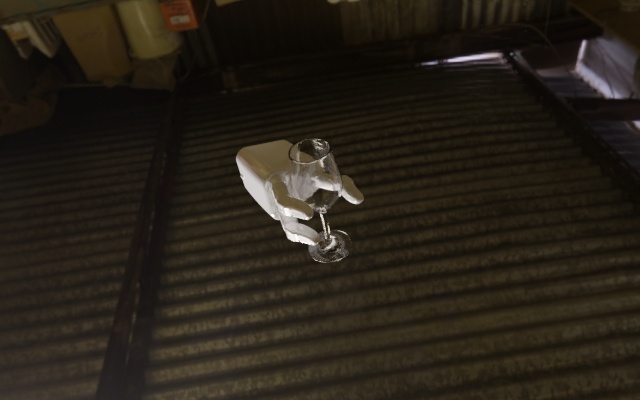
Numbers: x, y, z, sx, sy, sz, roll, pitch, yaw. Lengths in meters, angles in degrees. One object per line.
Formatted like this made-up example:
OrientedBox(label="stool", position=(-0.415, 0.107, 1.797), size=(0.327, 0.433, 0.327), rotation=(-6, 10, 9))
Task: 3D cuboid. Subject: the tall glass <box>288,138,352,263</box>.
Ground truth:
OrientedBox(label="tall glass", position=(0.000, 0.003, 0.740), size=(0.079, 0.201, 0.079), rotation=(-7, 41, 6))
